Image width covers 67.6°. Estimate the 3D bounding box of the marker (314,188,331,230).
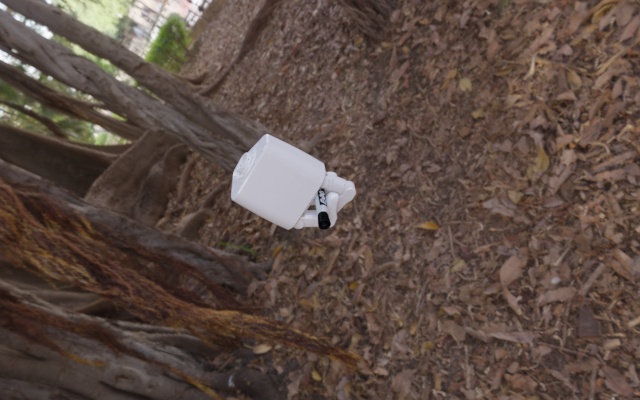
[{"bbox_3d":[0.000,0.002,0.729,0.020,0.020,0.121,0,37,-7],"label":"marker"}]
